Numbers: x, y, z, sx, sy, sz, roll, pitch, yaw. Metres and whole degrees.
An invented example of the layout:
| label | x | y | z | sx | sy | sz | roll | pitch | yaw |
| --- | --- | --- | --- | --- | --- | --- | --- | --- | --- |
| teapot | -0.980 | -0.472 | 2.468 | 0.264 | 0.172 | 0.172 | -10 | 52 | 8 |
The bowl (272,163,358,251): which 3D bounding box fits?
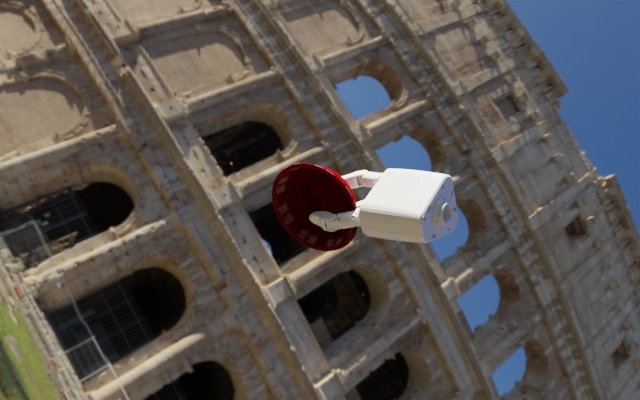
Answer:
| label | x | y | z | sx | sy | sz | roll | pitch | yaw |
| --- | --- | --- | --- | --- | --- | --- | --- | --- | --- |
| bowl | -0.001 | 0.002 | 0.798 | 0.162 | 0.162 | 0.055 | 0 | 27 | 32 |
